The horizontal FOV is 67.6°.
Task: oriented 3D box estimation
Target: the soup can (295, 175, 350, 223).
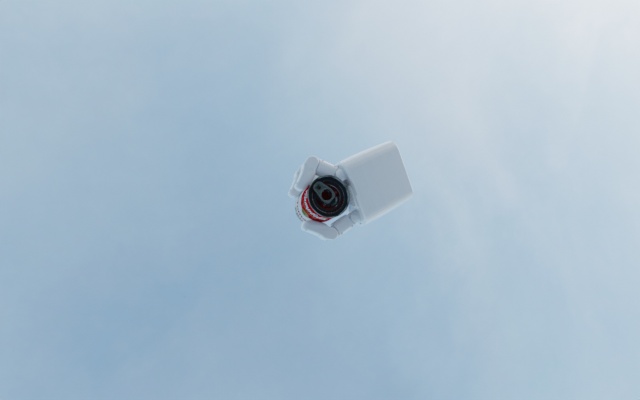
[{"bbox_3d":[0.000,0.003,0.782,0.068,0.068,0.102,0,-11,-16],"label":"soup can"}]
